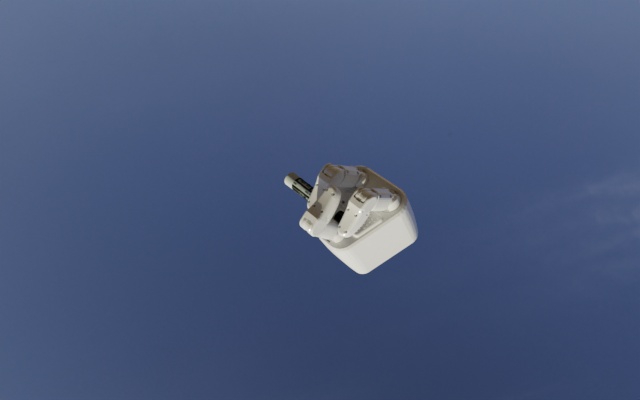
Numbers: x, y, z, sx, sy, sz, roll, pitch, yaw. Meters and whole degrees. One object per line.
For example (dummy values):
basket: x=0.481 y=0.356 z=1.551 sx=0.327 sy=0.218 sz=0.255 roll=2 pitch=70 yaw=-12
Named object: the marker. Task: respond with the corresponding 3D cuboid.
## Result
marker: x=0.000 y=0.002 z=0.590 sx=0.121 sy=0.020 sz=0.020 roll=38 pitch=23 yaw=33
